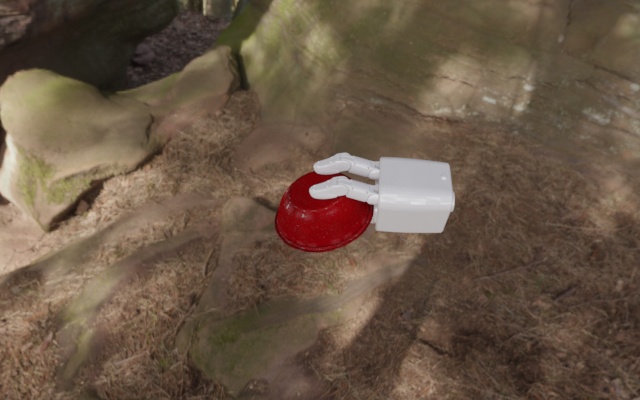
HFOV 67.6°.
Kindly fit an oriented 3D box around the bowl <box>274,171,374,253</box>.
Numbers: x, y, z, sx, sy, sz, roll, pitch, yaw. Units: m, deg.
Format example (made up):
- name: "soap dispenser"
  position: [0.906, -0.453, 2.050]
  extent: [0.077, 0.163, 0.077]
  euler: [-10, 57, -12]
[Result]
- name: "bowl"
  position: [-0.001, 0.002, 0.743]
  extent: [0.162, 0.055, 0.162]
  euler: [-8, 43, 8]
